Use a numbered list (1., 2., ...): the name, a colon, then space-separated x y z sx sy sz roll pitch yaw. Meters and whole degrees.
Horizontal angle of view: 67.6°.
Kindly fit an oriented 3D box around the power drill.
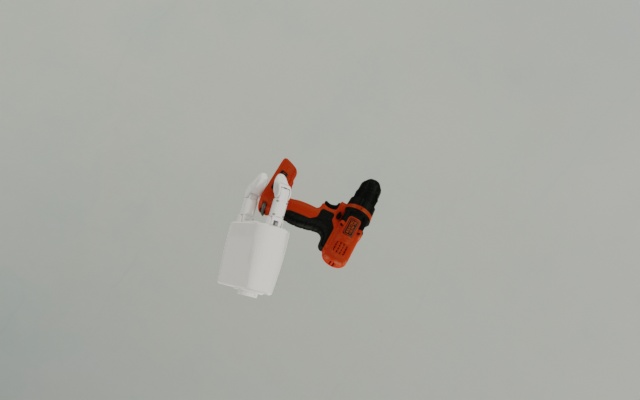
1. power drill: 0.000 0.003 0.838 0.187 0.184 0.057 28 -29 3
